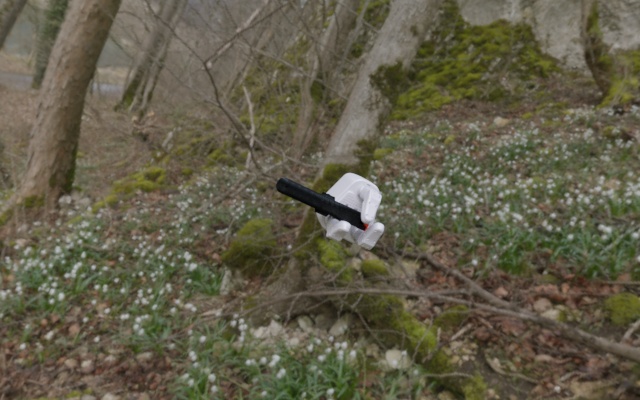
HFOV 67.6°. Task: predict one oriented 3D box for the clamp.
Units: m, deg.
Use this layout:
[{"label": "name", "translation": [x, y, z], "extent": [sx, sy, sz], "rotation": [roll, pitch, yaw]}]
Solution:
[{"label": "clamp", "translation": [0.001, 0.002, 0.795], "extent": [0.171, 0.039, 0.120], "rotation": [27, 6, -12]}]
